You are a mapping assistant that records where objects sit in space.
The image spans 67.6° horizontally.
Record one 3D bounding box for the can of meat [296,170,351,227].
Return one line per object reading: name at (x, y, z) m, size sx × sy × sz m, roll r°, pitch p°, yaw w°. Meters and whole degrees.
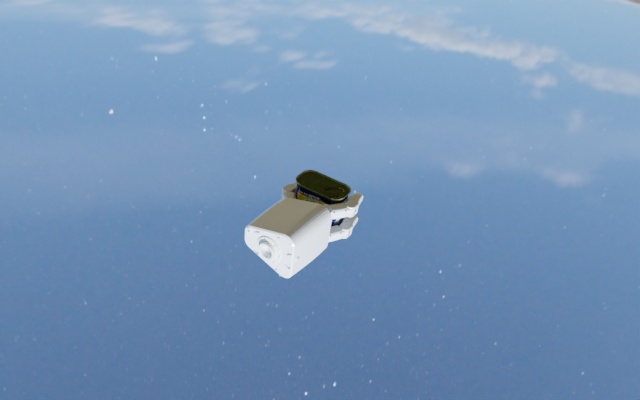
can of meat at (0.000, 0.003, 0.896) m, size 0.102 × 0.084 × 0.057 m, roll 25°, pitch 39°, yaw 21°
